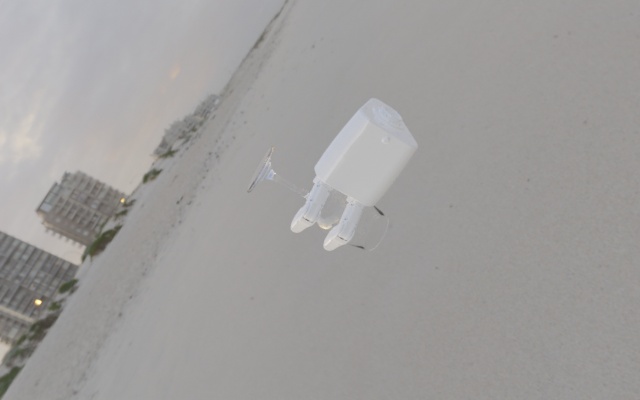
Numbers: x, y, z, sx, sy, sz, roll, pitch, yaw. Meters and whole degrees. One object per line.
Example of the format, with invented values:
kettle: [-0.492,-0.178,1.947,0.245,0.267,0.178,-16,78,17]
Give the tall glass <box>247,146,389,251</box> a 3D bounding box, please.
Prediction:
tall glass: [-0.001,0.002,0.692,0.201,0.079,0.079,29,-8,-14]
